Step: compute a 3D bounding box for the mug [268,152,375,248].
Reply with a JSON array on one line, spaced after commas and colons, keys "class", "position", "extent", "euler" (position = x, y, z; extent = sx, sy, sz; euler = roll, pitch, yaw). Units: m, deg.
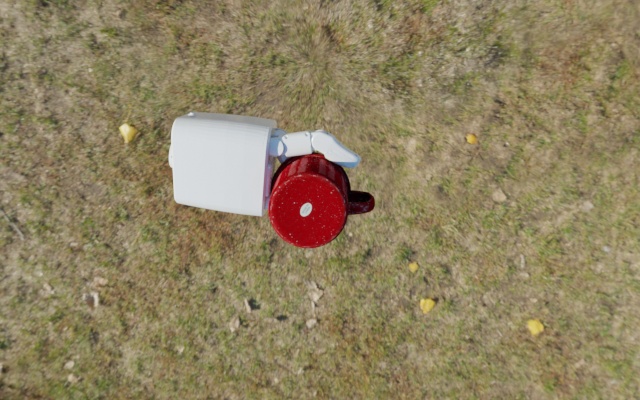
[{"class": "mug", "position": [0.002, 0.002, 0.513], "extent": [0.117, 0.093, 0.081], "euler": [4, 16, -1]}]
